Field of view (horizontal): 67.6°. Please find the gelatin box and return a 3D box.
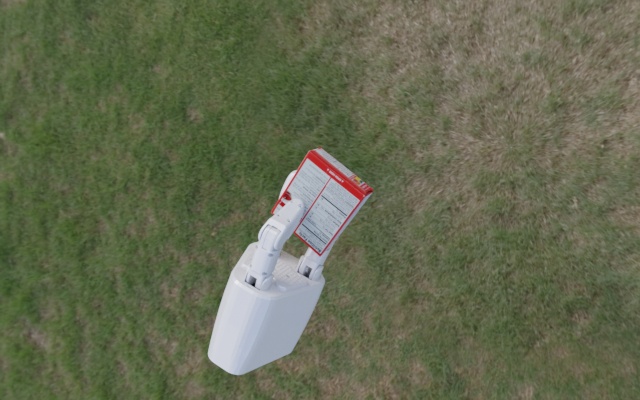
[{"bbox_3d":[0.000,0.001,0.497,0.073,0.089,0.030,40,27,11],"label":"gelatin box"}]
